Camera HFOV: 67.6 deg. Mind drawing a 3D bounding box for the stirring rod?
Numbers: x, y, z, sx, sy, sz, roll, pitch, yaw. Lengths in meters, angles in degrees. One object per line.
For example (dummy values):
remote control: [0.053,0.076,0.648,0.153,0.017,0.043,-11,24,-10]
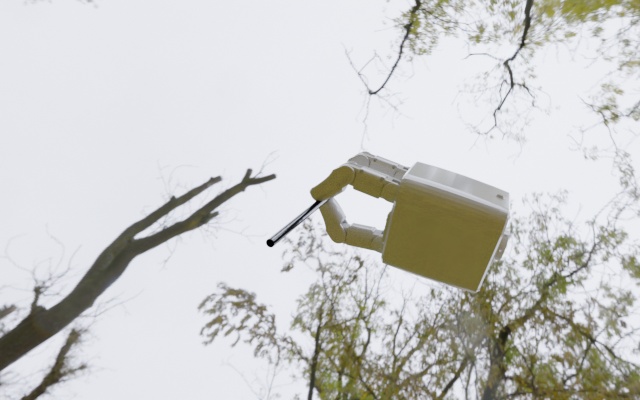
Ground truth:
stirring rod: [0.000,0.002,0.512,0.011,0.011,0.239,0,17,22]
